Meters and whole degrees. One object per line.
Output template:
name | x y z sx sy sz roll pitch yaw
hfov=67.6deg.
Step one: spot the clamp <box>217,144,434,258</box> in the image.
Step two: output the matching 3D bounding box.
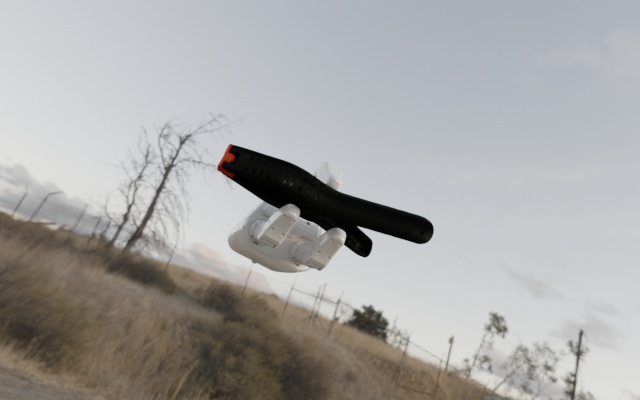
clamp | 0.000 0.001 0.480 0.210 0.036 0.164 29 -19 -16
